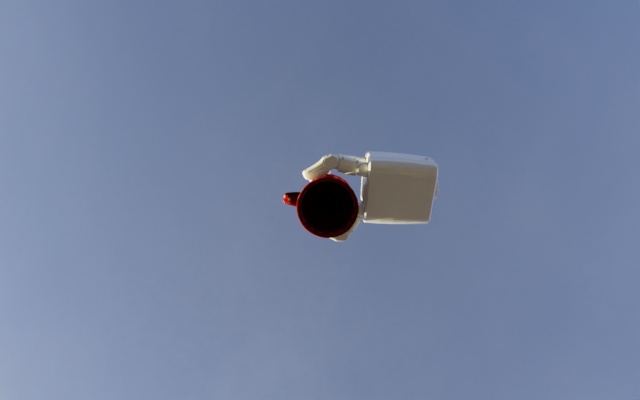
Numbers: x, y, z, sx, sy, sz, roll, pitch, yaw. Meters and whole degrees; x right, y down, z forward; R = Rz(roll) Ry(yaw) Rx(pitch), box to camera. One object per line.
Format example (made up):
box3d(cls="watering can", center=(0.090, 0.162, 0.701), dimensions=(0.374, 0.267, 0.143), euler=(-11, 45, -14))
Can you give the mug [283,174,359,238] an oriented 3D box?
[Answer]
box3d(cls="mug", center=(-0.001, 0.002, 0.750), dimensions=(0.117, 0.093, 0.081), euler=(5, 12, 1))
